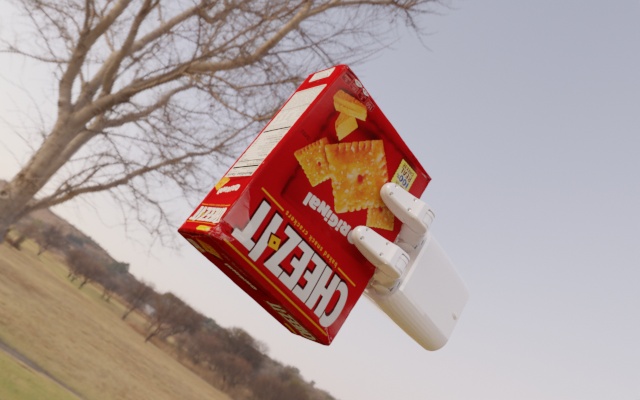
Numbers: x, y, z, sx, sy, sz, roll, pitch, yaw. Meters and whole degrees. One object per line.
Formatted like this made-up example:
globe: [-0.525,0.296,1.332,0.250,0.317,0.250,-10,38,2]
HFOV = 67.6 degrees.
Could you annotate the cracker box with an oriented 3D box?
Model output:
cracker box: [0.000,0.001,0.461,0.072,0.213,0.164,-1,-43,53]
